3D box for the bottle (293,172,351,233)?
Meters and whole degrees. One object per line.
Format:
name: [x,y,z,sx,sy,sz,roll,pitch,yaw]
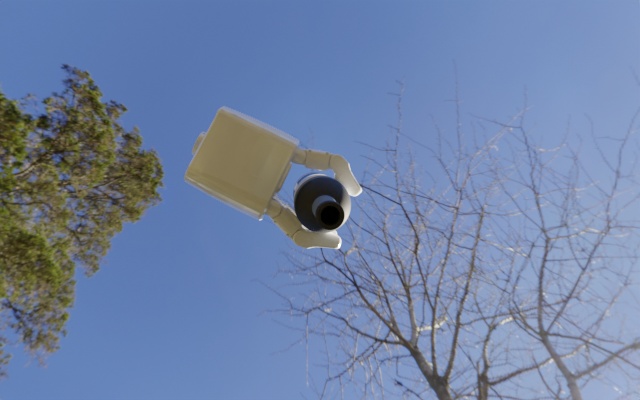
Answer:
bottle: [0.000,0.002,0.592,0.069,0.069,0.295,0,5,-4]
